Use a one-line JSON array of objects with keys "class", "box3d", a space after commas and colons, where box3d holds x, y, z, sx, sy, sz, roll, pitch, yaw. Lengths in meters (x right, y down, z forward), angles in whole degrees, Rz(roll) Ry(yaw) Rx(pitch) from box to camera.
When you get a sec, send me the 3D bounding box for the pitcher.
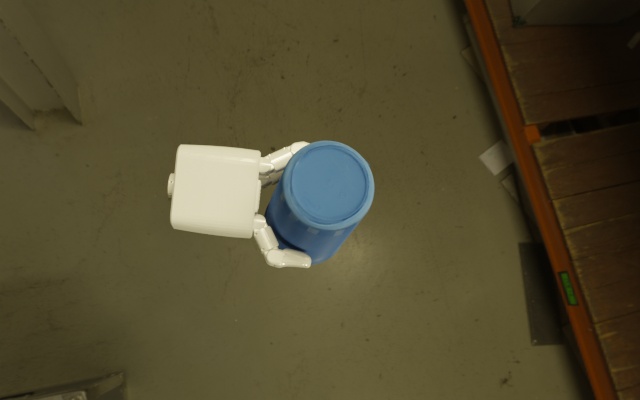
[{"class": "pitcher", "box3d": [0.000, 0.002, 0.653, 0.145, 0.149, 0.243, 5, -15, -8]}]
